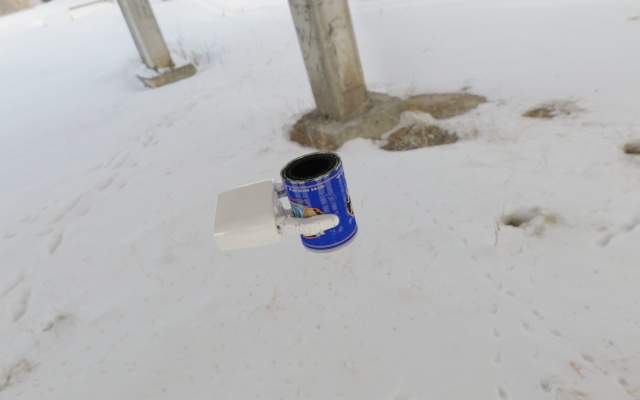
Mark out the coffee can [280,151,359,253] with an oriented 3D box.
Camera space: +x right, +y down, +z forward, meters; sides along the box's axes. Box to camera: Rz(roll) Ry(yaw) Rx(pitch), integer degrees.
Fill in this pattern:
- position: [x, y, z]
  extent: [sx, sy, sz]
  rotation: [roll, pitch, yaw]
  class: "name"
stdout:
- position: [0.000, 0.003, 0.804]
  extent: [0.103, 0.140, 0.102]
  rotation: [-12, 29, 7]
  class: "coffee can"
